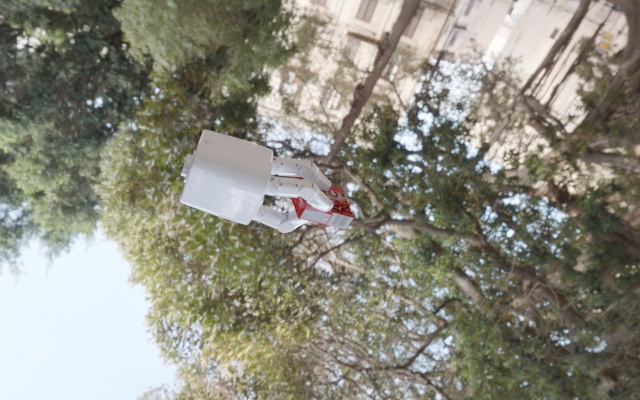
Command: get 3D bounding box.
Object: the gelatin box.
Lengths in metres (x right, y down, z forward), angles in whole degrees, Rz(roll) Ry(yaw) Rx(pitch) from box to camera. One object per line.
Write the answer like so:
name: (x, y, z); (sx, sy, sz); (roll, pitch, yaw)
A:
gelatin box: (0.000, 0.003, 0.735); (0.089, 0.030, 0.073); (14, 34, -28)
